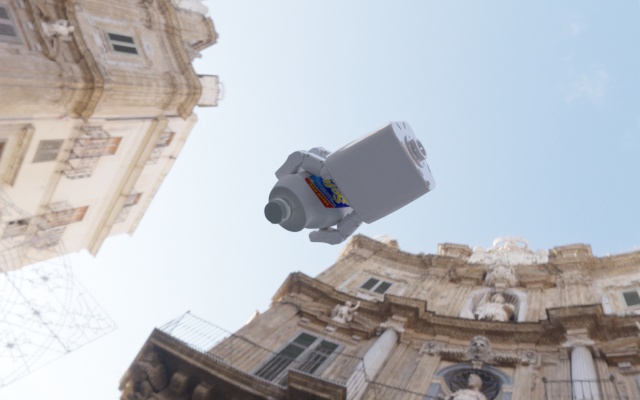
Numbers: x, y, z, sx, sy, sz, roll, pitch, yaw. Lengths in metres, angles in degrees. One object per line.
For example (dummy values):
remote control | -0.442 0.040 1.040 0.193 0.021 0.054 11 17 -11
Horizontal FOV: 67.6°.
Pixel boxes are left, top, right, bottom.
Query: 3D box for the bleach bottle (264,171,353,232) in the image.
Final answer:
bleach bottle | 0.000 0.002 0.700 0.068 0.102 0.251 -29 -4 27
